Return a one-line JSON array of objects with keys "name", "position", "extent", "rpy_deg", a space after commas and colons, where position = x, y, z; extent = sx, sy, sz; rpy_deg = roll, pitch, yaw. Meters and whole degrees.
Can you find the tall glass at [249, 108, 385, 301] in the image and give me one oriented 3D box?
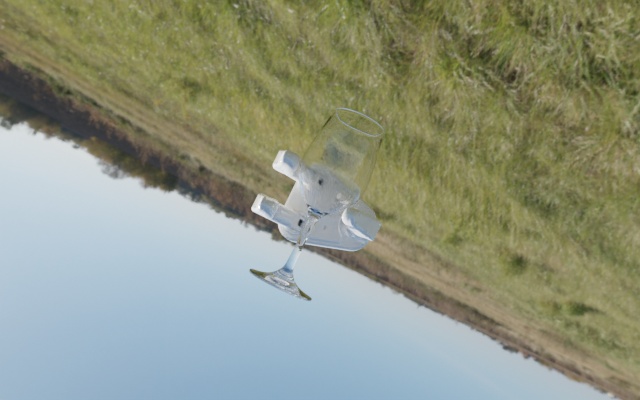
[{"name": "tall glass", "position": [0.000, 0.002, 0.519], "extent": [0.079, 0.201, 0.079], "rpy_deg": [26, -5, 3]}]
